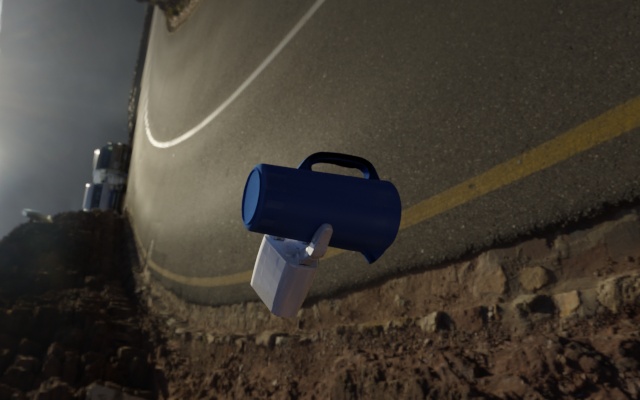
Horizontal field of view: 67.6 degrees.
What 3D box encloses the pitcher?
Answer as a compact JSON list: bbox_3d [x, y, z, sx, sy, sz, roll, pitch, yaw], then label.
[{"bbox_3d":[0.000,0.003,0.790,0.243,0.145,0.149,10,24,-24],"label":"pitcher"}]
